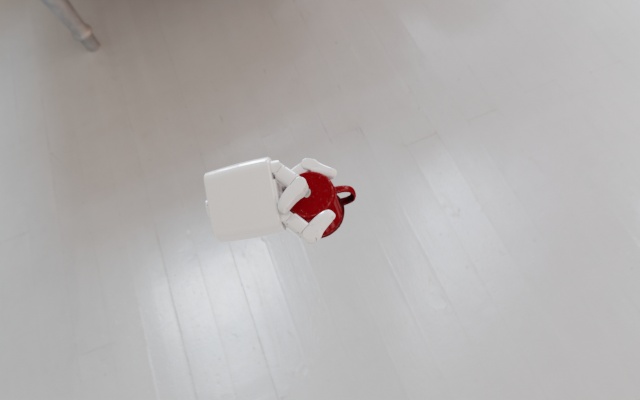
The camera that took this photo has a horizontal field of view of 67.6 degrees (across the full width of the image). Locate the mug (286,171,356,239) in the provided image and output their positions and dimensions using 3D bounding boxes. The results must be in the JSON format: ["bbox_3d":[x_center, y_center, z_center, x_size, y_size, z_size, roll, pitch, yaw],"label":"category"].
[{"bbox_3d":[0.002,0.002,0.771,0.117,0.093,0.081,-14,-25,4],"label":"mug"}]
